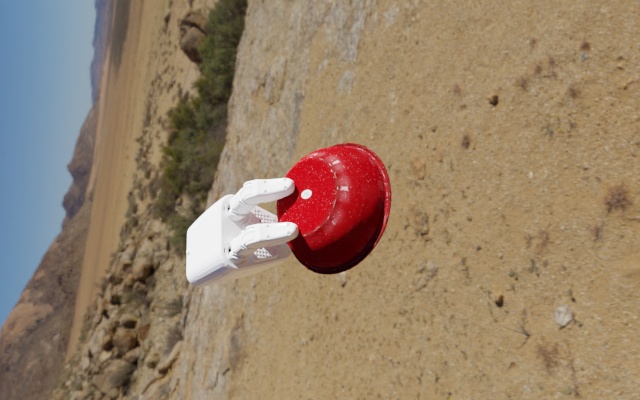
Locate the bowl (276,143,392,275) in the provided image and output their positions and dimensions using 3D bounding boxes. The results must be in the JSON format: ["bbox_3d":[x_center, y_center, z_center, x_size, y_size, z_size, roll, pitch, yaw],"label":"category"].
[{"bbox_3d":[0.001,0.001,0.552,0.162,0.162,0.055,0,-14,41],"label":"bowl"}]
